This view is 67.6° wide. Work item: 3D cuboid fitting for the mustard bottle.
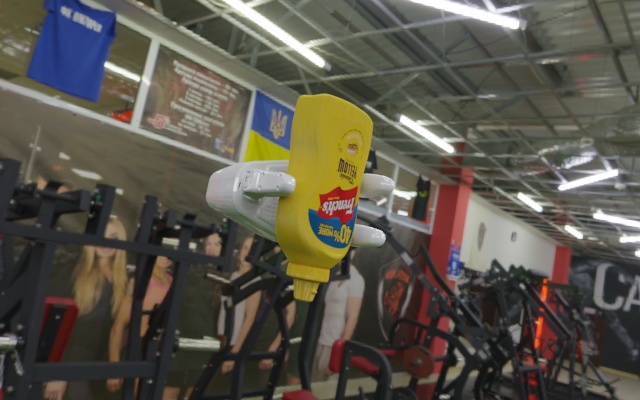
[{"bbox_3d":[0.000,0.001,0.466,0.058,0.191,0.096,6,-8,35],"label":"mustard bottle"}]
